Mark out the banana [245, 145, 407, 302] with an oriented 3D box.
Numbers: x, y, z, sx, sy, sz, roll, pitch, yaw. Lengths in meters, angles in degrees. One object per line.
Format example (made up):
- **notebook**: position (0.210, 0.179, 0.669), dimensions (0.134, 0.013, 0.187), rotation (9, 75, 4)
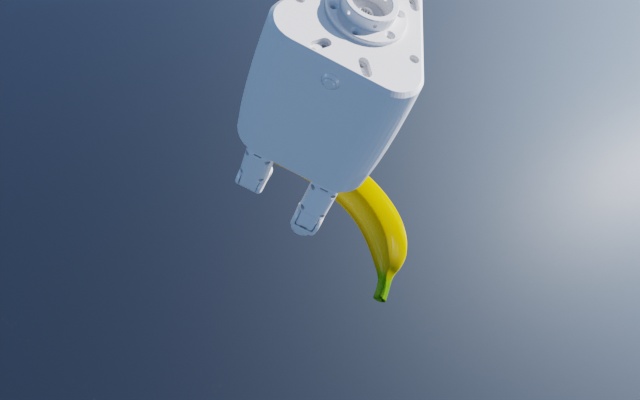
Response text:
- **banana**: position (0.016, -0.006, 0.432), dimensions (0.069, 0.198, 0.037), rotation (-37, -9, -27)
